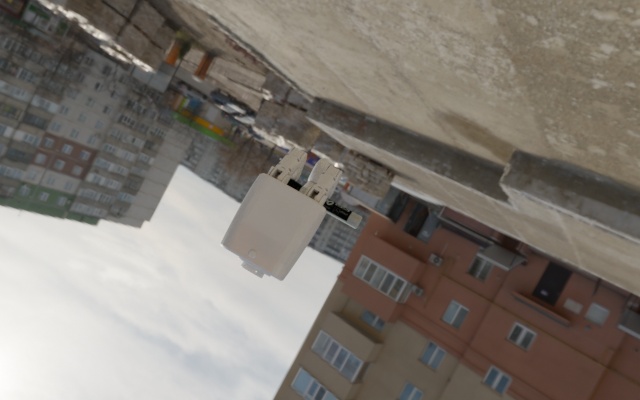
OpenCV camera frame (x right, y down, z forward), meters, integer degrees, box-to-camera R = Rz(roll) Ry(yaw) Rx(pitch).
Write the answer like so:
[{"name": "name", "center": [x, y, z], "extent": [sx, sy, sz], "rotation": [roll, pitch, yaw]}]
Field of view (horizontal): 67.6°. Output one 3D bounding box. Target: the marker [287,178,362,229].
[{"name": "marker", "center": [0.000, 0.002, 0.656], "extent": [0.121, 0.020, 0.020], "rotation": [29, 5, 9]}]
